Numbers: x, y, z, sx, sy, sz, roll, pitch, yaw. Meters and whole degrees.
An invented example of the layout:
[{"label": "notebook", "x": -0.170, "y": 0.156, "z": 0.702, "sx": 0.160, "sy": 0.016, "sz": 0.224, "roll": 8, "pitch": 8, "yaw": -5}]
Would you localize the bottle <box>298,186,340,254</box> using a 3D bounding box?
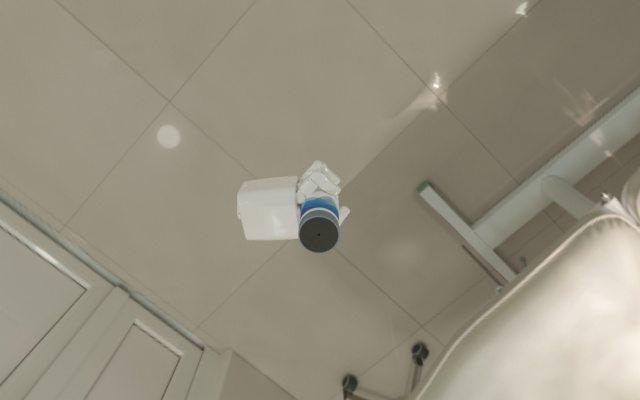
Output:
[{"label": "bottle", "x": 0.000, "y": 0.003, "z": 0.890, "sx": 0.069, "sy": 0.069, "sz": 0.295, "roll": 0, "pitch": 21, "yaw": 1}]
